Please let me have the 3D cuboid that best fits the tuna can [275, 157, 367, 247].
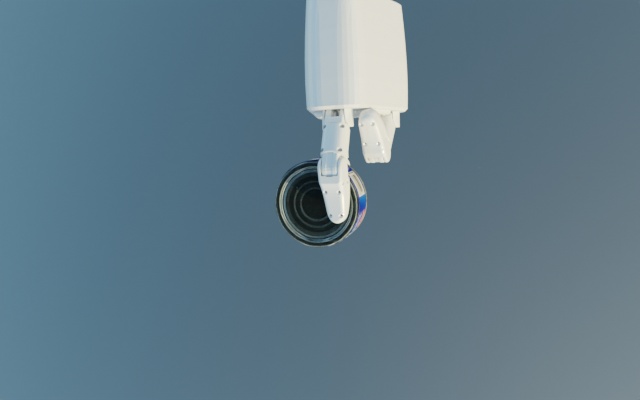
[{"bbox_3d":[0.000,0.002,0.464,0.086,0.086,0.033,0,9,18],"label":"tuna can"}]
